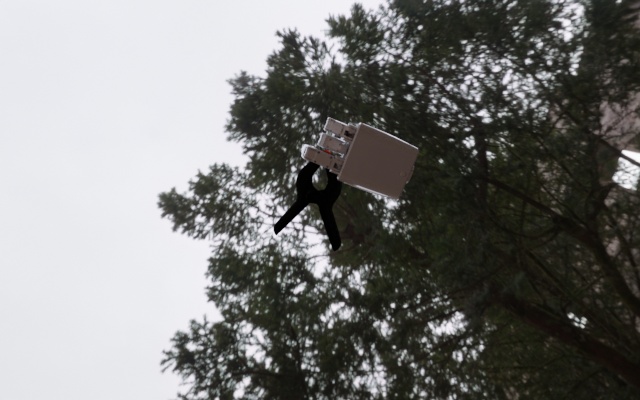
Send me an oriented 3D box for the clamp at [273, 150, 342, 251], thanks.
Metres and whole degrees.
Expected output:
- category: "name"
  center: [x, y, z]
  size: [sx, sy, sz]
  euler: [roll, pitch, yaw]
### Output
- category: "clamp"
  center: [0.000, 0.002, 0.816]
  size: [0.120, 0.171, 0.039]
  euler: [22, 14, 0]
